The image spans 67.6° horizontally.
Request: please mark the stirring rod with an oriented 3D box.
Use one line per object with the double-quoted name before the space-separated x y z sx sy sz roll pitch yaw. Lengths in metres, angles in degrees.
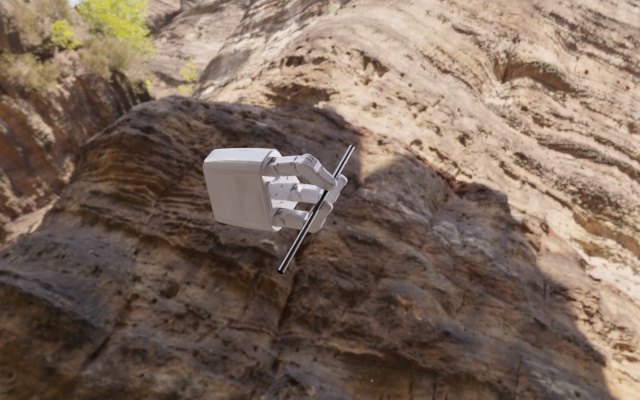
"stirring rod" 0.000 0.002 0.624 0.011 0.011 0.239 0 42 31
